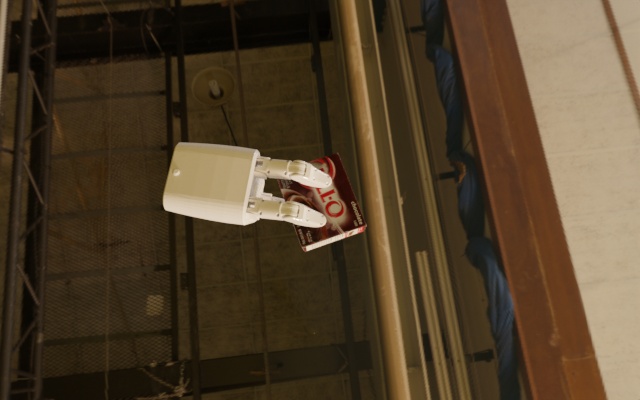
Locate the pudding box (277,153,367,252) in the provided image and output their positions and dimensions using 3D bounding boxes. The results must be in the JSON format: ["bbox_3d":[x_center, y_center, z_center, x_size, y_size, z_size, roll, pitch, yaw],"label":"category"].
[{"bbox_3d":[0.000,0.002,0.643,0.090,0.113,0.039,-19,-15,-4],"label":"pudding box"}]
